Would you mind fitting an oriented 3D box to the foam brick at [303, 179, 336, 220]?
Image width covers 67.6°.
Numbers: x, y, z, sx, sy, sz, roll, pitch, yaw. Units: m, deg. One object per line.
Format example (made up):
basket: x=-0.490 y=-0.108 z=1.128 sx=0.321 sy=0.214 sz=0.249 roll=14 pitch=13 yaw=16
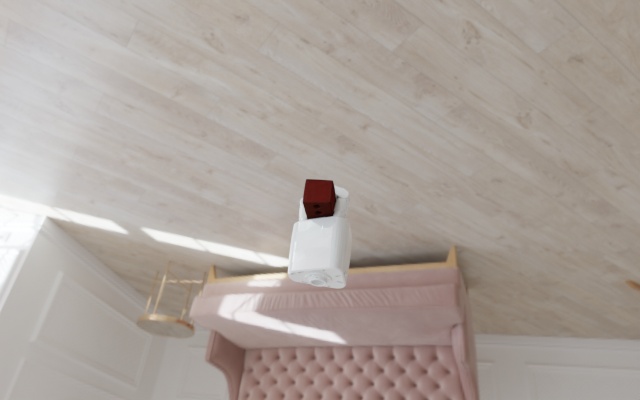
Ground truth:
foam brick: x=0.000 y=0.003 z=0.899 sx=0.053 sy=0.051 sz=0.078 roll=2 pitch=-33 yaw=11
